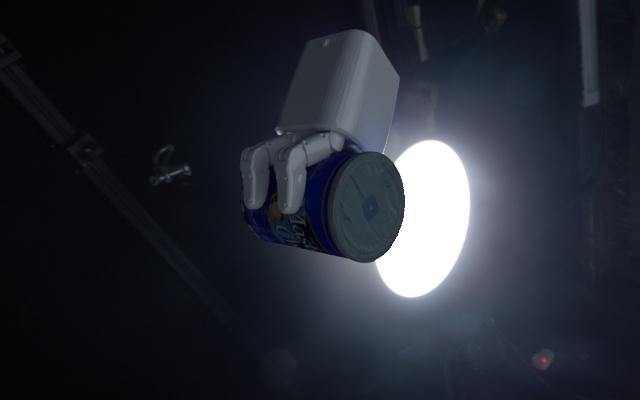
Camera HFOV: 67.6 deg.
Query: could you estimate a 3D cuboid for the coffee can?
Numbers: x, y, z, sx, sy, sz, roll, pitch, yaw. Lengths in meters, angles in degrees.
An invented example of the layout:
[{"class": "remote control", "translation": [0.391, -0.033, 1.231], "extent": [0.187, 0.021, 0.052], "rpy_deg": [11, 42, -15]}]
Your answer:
[{"class": "coffee can", "translation": [0.000, 0.002, 0.486], "extent": [0.103, 0.103, 0.140], "rpy_deg": [0, 4, -43]}]
